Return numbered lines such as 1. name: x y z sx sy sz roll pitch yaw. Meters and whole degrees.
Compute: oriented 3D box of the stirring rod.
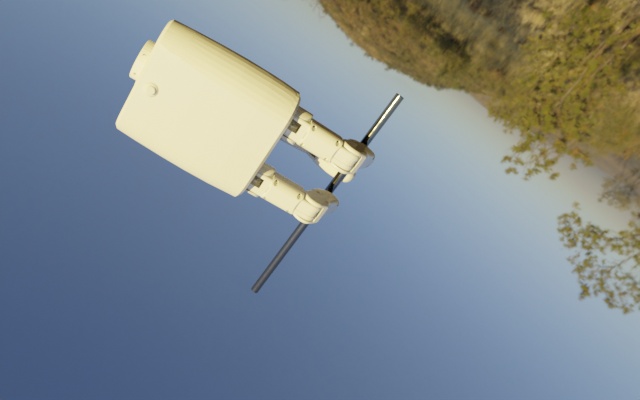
1. stirring rod: 0.000 0.001 0.447 0.011 0.239 0.011 32 21 -14
